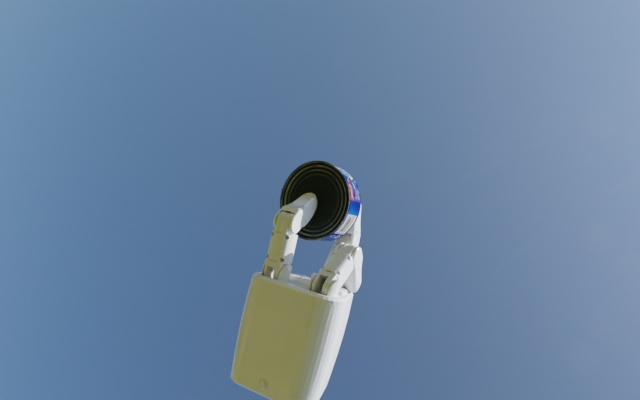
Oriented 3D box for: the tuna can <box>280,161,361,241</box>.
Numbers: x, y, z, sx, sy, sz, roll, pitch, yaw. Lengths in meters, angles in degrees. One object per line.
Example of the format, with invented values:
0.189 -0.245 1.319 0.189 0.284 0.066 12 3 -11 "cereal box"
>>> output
0.000 0.002 0.521 0.086 0.086 0.034 0 -7 30 "tuna can"
